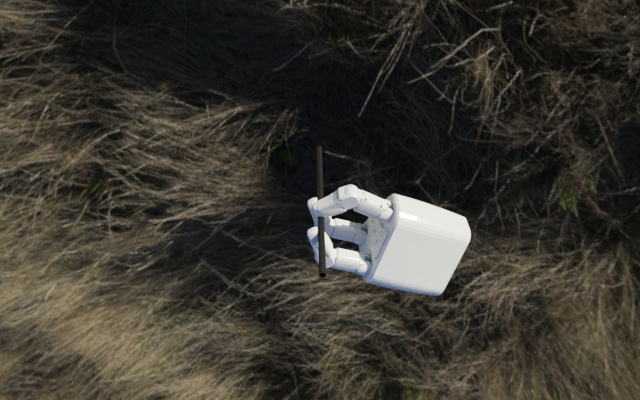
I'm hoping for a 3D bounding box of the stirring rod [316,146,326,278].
[{"bbox_3d":[0.000,0.002,0.602,0.011,0.011,0.239,0,41,-1],"label":"stirring rod"}]
